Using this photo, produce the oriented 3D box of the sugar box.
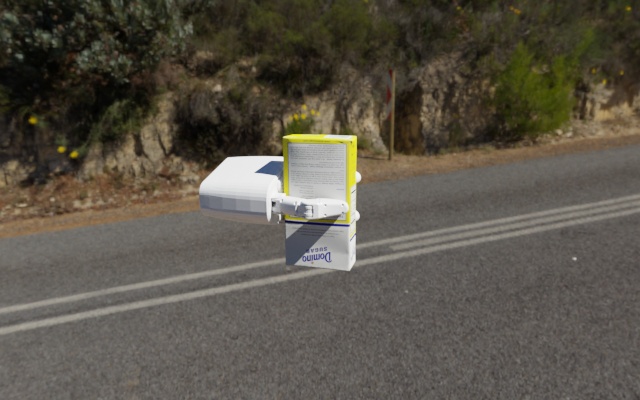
[{"bbox_3d":[0.000,0.002,0.641,0.093,0.176,0.048,4,16,15],"label":"sugar box"}]
